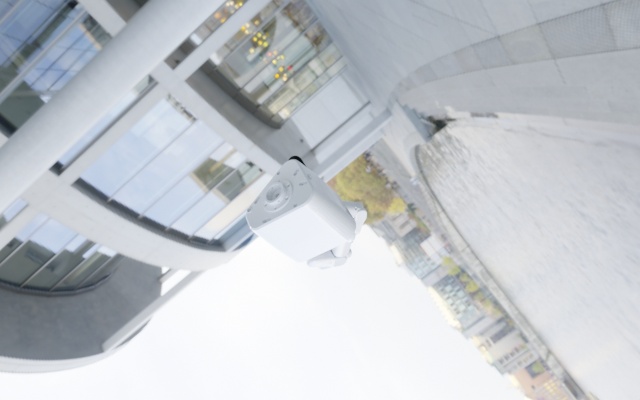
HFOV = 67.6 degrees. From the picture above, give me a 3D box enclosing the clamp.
[{"bbox_3d":[0.000,0.003,0.774,0.120,0.039,0.171,41,14,-43],"label":"clamp"}]
